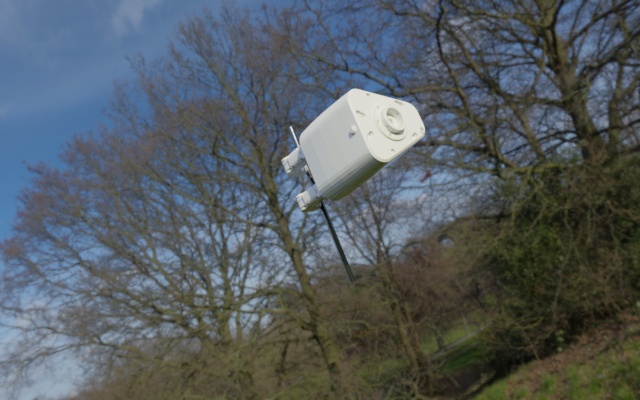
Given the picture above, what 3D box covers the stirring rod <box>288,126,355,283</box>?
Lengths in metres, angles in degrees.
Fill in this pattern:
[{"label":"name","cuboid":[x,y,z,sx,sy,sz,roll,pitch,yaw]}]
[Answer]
[{"label":"stirring rod","cuboid":[0.000,0.002,0.676,0.011,0.239,0.011,-21,-11,-4]}]
